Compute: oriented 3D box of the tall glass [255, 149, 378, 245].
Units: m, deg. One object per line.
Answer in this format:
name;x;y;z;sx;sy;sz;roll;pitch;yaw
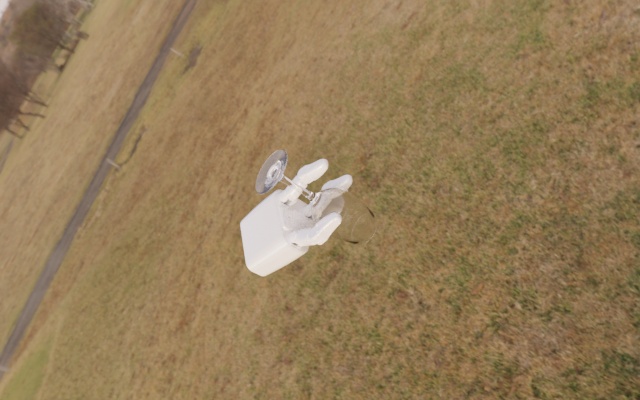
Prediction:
tall glass;0.000;0.002;0.748;0.201;0.079;0.079;31;-17;-30
